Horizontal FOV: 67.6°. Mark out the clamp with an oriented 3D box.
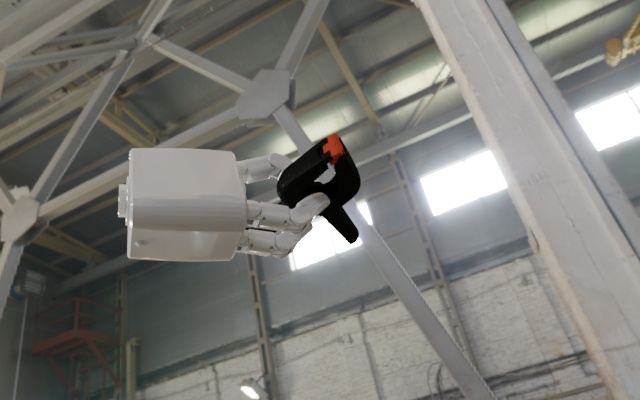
[{"bbox_3d":[0.000,0.001,0.564,0.164,0.036,0.210,2,-34,-23],"label":"clamp"}]
